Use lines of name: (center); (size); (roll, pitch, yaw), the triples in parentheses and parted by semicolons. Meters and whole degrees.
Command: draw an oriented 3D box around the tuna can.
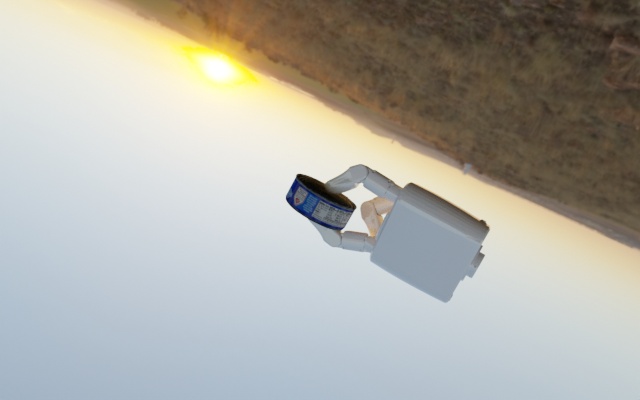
tuna can: (0.000, 0.002, 0.595); (0.086, 0.034, 0.086); (28, 12, -7)
